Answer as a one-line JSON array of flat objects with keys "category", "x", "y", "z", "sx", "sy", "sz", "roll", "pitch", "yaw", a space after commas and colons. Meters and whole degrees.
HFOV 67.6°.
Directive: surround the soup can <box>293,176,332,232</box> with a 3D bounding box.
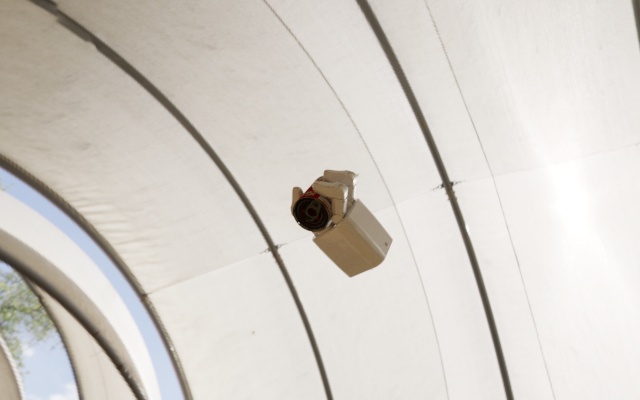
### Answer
[{"category": "soup can", "x": 0.000, "y": 0.002, "z": 0.867, "sx": 0.068, "sy": 0.068, "sz": 0.102, "roll": 0, "pitch": 26, "yaw": 22}]
